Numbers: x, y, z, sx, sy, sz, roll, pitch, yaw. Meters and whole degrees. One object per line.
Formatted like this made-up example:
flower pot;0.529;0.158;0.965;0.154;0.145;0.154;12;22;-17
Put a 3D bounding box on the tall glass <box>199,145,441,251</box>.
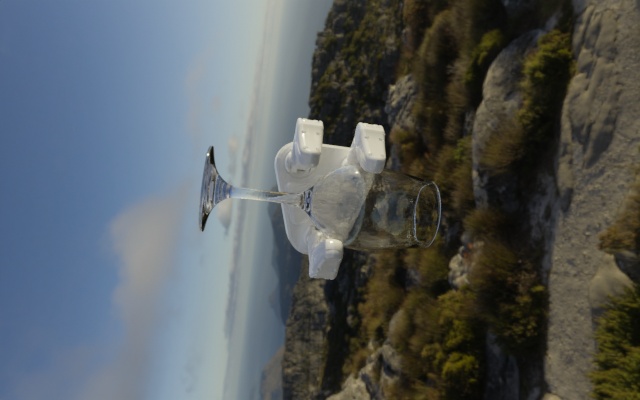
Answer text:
tall glass;-0.001;0.001;0.422;0.201;0.079;0.079;7;-1;-8
